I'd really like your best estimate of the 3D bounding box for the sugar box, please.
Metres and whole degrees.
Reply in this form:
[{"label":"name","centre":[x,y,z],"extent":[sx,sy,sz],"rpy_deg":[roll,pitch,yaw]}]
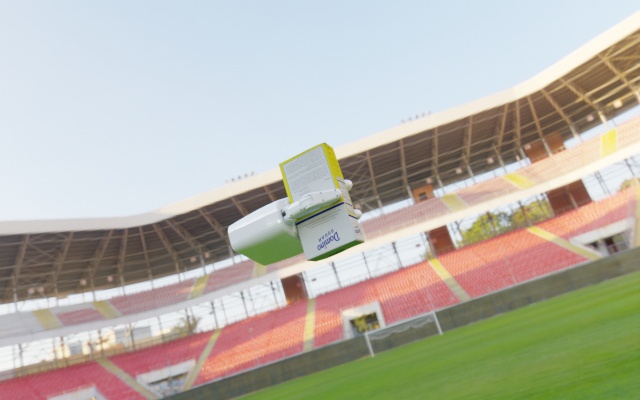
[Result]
[{"label":"sugar box","centre":[0.000,0.003,0.780],"extent":[0.093,0.176,0.048],"rpy_deg":[-24,-18,21]}]
